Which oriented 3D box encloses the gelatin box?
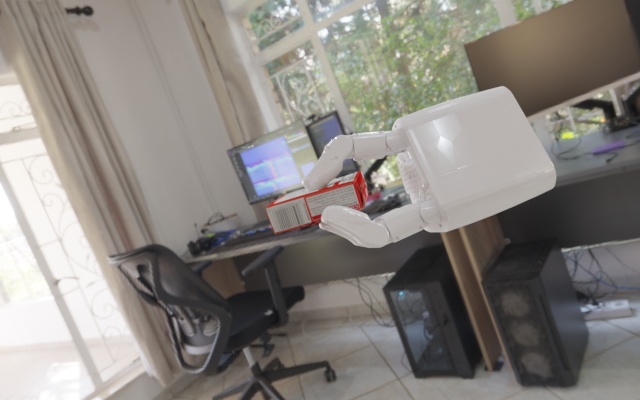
[{"bbox_3d":[0.000,0.001,0.460,0.089,0.030,0.073,-16,7,10],"label":"gelatin box"}]
